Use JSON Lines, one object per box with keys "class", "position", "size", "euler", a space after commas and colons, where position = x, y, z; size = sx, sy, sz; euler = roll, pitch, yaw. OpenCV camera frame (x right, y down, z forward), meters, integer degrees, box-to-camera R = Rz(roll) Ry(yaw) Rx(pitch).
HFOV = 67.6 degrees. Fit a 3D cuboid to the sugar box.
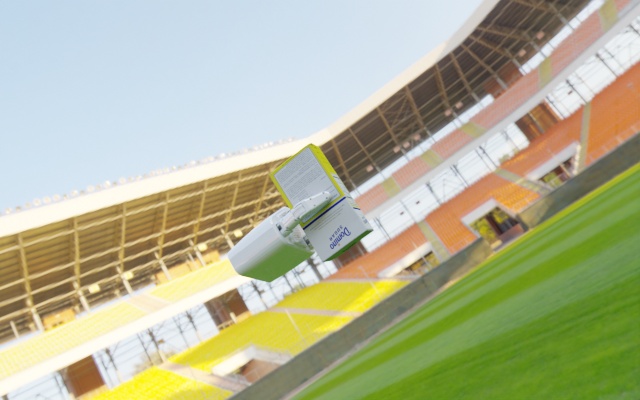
{"class": "sugar box", "position": [0.000, 0.003, 0.780], "size": [0.093, 0.176, 0.048], "euler": [-37, -15, 16]}
